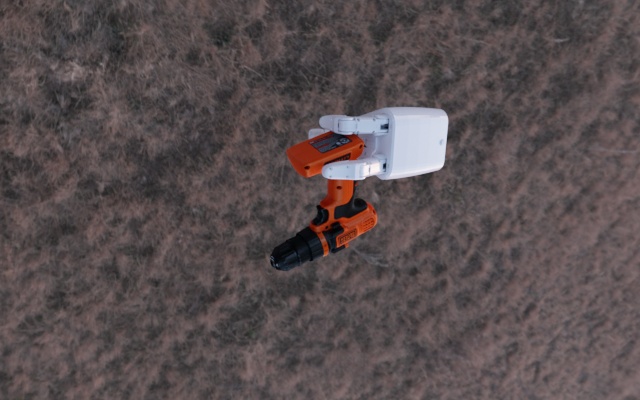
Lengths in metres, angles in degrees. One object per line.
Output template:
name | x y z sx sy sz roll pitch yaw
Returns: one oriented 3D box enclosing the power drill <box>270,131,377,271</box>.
power drill | 0.000 0.002 0.685 0.184 0.188 0.057 -27 45 -24
